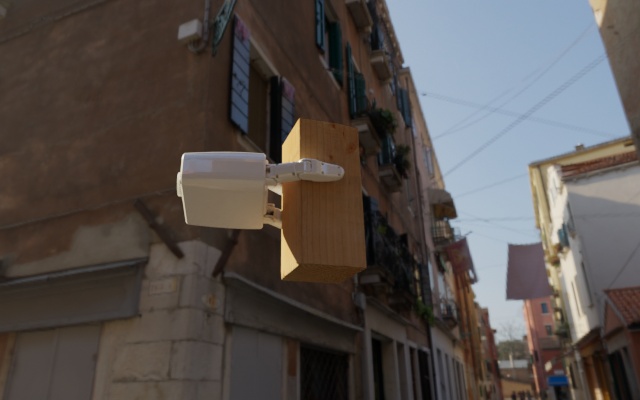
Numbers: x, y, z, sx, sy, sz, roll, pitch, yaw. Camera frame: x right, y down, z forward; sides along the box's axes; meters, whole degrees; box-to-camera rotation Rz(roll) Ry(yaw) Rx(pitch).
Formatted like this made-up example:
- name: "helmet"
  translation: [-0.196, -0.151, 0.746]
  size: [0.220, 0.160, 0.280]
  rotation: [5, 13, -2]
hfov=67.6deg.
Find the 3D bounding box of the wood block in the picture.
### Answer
- name: "wood block"
  translation: [0.000, 0.002, 0.662]
  size: [0.090, 0.206, 0.091]
  rotation: [7, -24, -20]
